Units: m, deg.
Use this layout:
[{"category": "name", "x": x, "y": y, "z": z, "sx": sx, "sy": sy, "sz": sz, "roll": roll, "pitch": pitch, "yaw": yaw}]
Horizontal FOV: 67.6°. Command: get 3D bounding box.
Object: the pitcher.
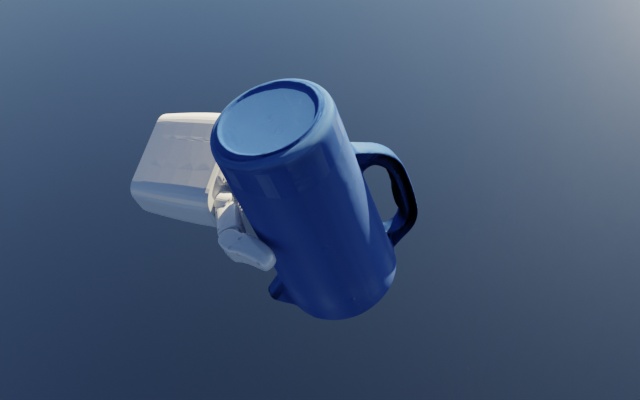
[{"category": "pitcher", "x": 0.000, "y": 0.002, "z": 0.470, "sx": 0.145, "sy": 0.149, "sz": 0.243, "roll": 9, "pitch": -34, "yaw": 26}]
